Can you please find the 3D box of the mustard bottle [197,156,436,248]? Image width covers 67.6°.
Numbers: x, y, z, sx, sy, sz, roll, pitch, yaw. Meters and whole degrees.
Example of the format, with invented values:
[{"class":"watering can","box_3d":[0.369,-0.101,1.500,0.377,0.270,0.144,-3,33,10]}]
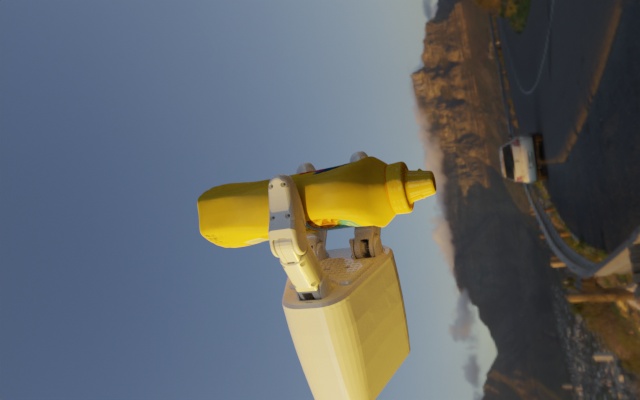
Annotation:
[{"class":"mustard bottle","box_3d":[0.000,0.001,0.403,0.191,0.058,0.096,-9,-8,22]}]
